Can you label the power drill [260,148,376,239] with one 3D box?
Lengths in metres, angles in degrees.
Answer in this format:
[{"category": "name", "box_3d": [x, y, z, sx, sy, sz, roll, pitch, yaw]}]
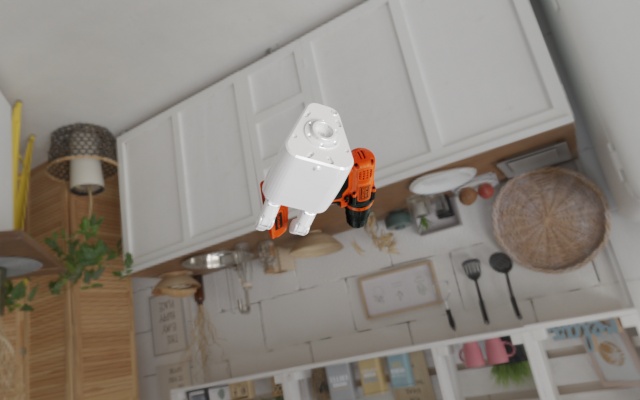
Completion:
[{"category": "power drill", "box_3d": [0.000, 0.003, 0.788, 0.187, 0.057, 0.185, -16, -39, -11]}]
